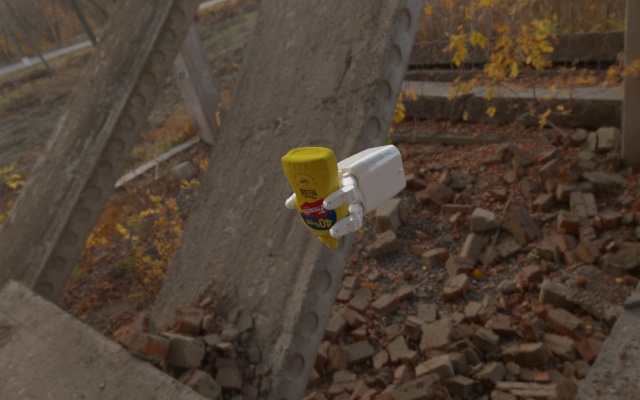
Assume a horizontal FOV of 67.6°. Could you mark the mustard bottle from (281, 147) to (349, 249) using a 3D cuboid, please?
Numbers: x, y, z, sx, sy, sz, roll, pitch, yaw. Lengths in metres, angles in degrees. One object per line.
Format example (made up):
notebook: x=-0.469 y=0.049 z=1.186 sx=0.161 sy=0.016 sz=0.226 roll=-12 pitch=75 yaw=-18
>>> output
mustard bottle: x=0.000 y=0.003 z=0.838 sx=0.096 sy=0.192 sz=0.058 roll=3 pitch=33 yaw=33
